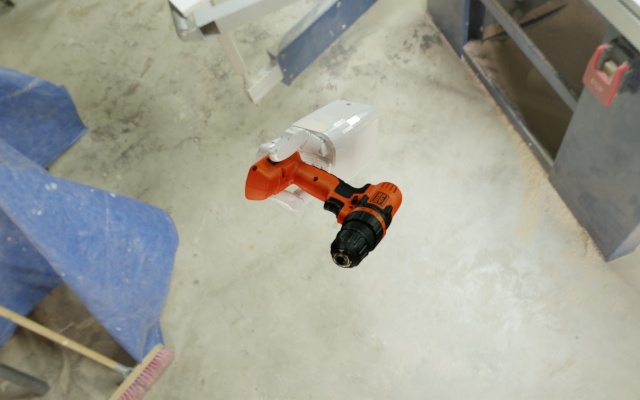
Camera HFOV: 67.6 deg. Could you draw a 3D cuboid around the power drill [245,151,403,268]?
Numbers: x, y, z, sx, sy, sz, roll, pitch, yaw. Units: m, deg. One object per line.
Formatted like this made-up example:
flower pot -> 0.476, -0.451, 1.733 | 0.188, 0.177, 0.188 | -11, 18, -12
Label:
power drill -> 0.000, 0.002, 0.615 | 0.187, 0.057, 0.184 | 25, 31, 14
